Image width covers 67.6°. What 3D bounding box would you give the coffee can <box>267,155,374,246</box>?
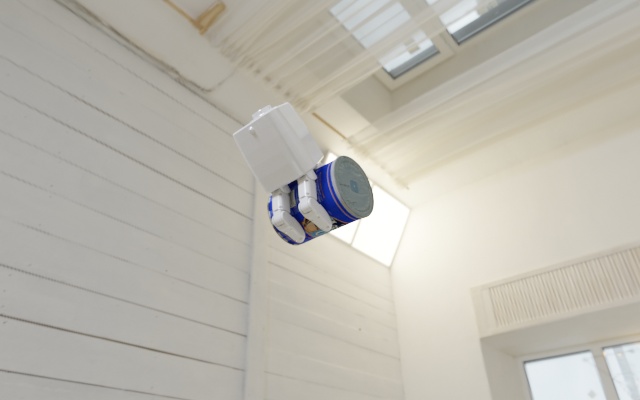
[{"bbox_3d":[0.000,0.003,0.765,0.140,0.102,0.103,-25,-14,33],"label":"coffee can"}]
